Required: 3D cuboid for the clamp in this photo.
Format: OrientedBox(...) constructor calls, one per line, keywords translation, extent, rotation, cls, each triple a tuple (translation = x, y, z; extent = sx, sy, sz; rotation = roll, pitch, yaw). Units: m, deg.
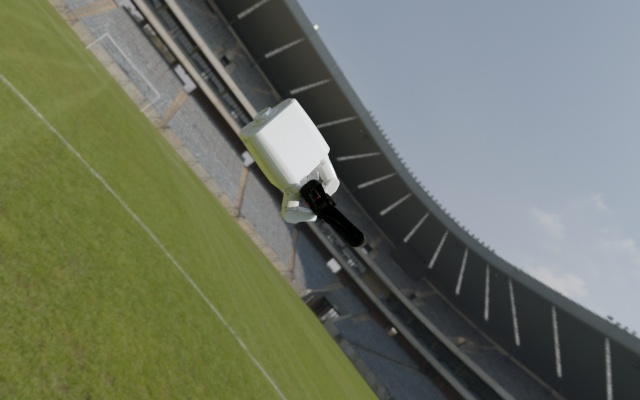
OrientedBox(translation=(0.001, 0.002, 0.731), extent=(0.039, 0.120, 0.171), rotation=(-37, 24, -9), cls="clamp")
